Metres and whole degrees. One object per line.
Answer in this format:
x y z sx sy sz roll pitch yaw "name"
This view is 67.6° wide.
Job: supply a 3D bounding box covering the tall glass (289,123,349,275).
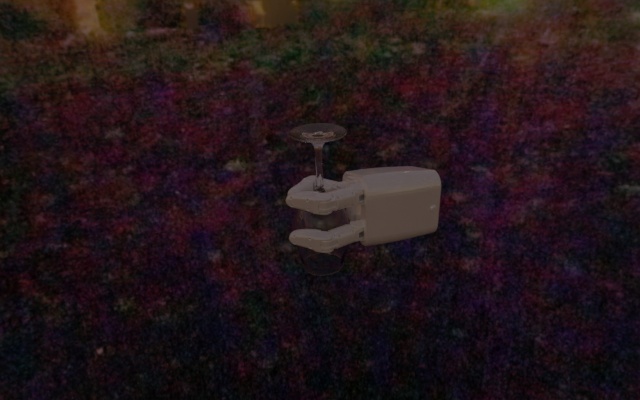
0.000 0.002 0.651 0.079 0.201 0.079 -1 26 1 "tall glass"
